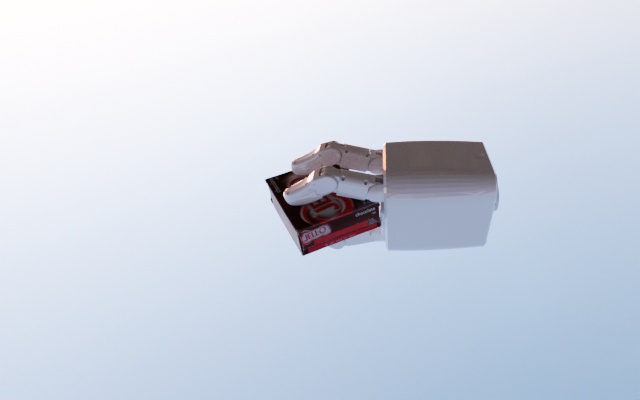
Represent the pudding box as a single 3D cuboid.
[{"bbox_3d":[0.000,0.002,0.514,0.090,0.039,0.113,-19,34,-14],"label":"pudding box"}]
